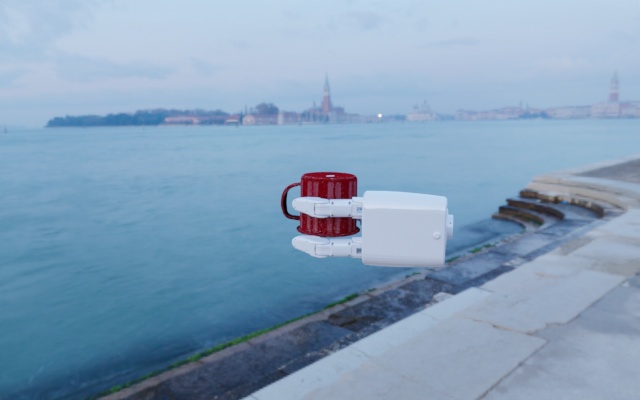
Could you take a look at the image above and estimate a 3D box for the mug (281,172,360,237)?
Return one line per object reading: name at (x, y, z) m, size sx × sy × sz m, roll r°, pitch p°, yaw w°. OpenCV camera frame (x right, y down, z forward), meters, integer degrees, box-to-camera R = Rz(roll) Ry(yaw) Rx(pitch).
mug at (-0.001, 0.002, 0.691) m, size 0.117 × 0.081 × 0.093 m, roll 3°, pitch 10°, yaw 11°
